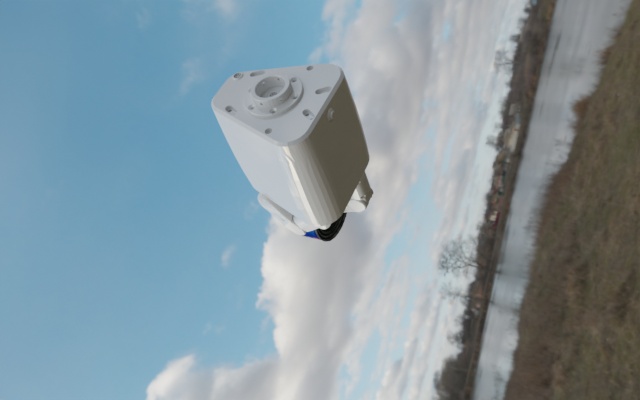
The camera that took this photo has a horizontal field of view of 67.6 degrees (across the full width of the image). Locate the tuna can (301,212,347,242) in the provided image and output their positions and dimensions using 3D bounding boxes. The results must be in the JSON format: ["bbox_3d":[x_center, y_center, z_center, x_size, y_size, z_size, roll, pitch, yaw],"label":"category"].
[{"bbox_3d":[0.000,0.002,0.544,0.034,0.086,0.086,10,4,27],"label":"tuna can"}]
